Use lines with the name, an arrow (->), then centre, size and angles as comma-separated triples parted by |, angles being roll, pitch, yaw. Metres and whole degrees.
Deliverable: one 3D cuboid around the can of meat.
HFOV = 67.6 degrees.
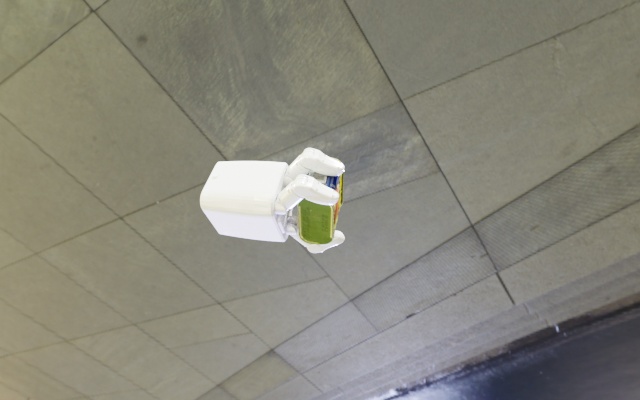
can of meat -> 0.000, 0.003, 0.691 | 0.057, 0.102, 0.084 | 7, 45, 7
